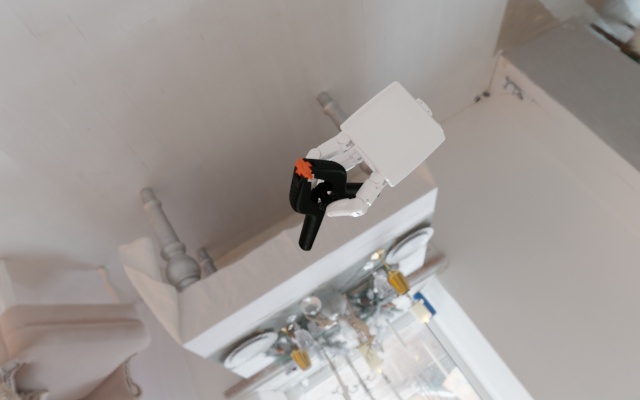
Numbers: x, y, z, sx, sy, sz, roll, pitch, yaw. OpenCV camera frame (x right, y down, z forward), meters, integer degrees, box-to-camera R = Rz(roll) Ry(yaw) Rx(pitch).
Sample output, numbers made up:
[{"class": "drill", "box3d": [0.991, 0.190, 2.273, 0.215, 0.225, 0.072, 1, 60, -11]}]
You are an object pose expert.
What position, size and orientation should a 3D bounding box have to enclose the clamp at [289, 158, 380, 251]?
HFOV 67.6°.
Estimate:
[{"class": "clamp", "box3d": [0.001, 0.003, 0.720, 0.164, 0.036, 0.210, -43, -29, 5]}]
